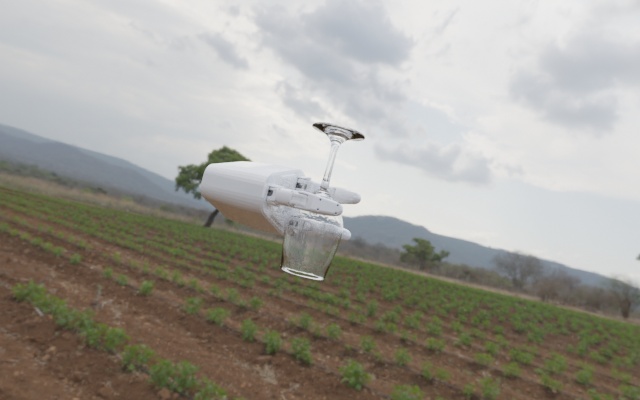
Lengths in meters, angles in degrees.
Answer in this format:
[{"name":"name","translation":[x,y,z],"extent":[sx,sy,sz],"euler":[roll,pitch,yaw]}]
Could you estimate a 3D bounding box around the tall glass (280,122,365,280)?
[{"name":"tall glass","translation":[0.000,0.001,0.642],"extent":[0.079,0.201,0.079],"euler":[14,-4,1]}]
